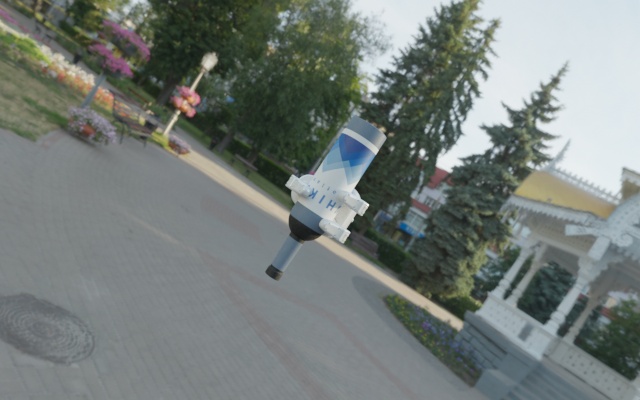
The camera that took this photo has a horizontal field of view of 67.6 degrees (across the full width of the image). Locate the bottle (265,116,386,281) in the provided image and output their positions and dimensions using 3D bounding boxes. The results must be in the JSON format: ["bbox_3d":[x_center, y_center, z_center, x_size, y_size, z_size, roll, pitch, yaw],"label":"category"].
[{"bbox_3d":[0.000,0.002,0.788,0.069,0.296,0.069,33,1,-1],"label":"bottle"}]
